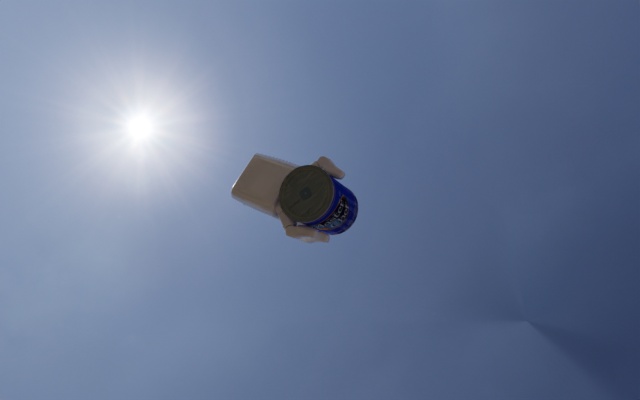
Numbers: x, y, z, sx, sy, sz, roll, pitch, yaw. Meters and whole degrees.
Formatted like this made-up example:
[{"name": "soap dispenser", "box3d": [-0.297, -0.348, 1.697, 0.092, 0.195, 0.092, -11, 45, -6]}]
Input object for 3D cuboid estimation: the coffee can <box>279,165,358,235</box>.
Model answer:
[{"name": "coffee can", "box3d": [0.000, 0.003, 0.884, 0.103, 0.102, 0.140, 0, -13, 23]}]
